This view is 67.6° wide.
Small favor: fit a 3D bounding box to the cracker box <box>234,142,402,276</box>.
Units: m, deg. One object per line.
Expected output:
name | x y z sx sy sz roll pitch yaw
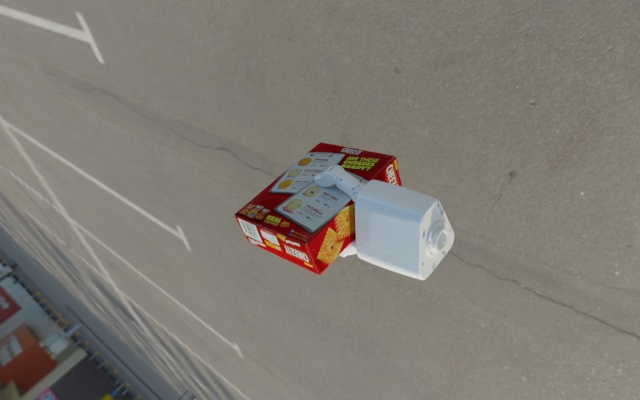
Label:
cracker box | 0.000 0.002 0.749 0.164 0.072 0.213 17 48 41
